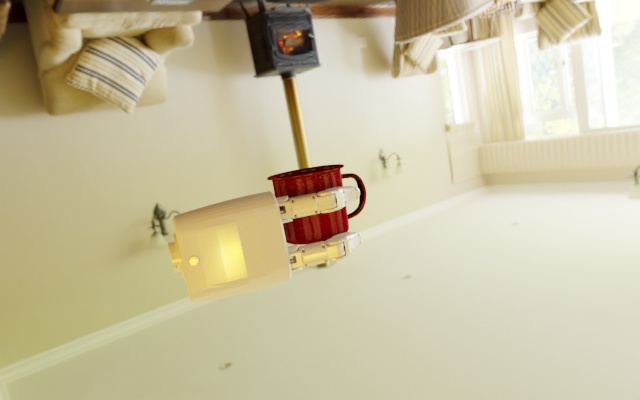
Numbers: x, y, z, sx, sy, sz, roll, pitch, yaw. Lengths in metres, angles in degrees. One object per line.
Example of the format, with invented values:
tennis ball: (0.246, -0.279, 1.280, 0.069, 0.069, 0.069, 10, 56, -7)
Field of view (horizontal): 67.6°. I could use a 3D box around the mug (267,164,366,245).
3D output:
mug: (0.001, 0.002, 0.577, 0.117, 0.081, 0.093, -12, 9, -17)
